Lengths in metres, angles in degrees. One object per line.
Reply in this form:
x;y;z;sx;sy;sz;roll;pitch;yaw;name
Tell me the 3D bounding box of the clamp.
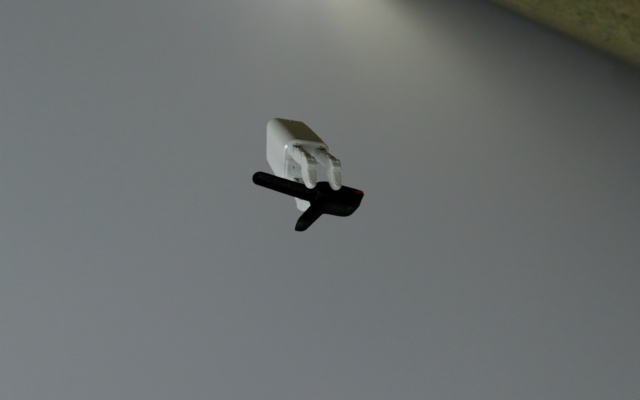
0.000;0.003;0.849;0.210;0.036;0.164;3;32;-33;clamp
